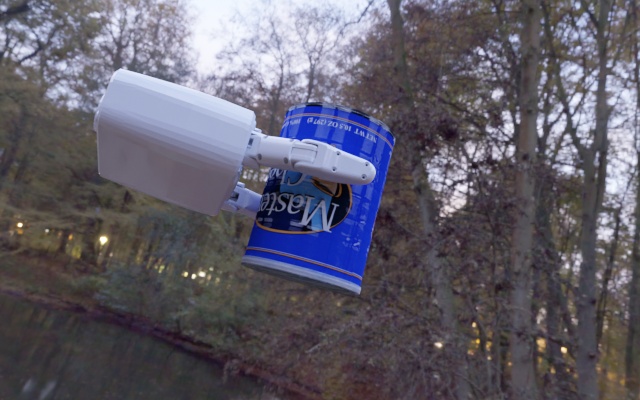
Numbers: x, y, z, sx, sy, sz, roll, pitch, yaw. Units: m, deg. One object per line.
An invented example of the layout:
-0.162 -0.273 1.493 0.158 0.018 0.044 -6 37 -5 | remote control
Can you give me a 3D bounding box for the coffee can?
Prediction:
0.000 0.002 0.415 0.103 0.140 0.103 14 -13 3 | coffee can
